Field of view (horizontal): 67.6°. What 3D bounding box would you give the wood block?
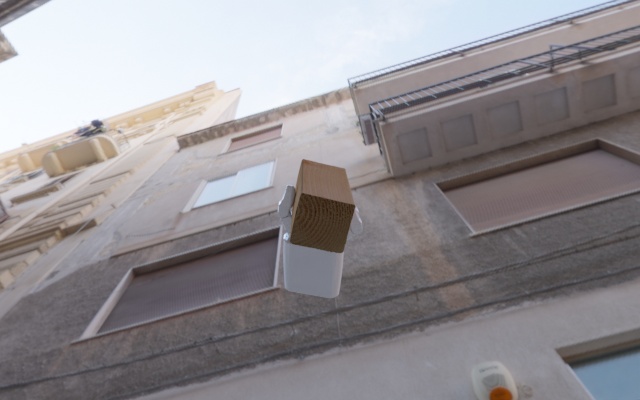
[{"bbox_3d":[0.000,0.003,0.847,0.091,0.090,0.206,12,19,-6],"label":"wood block"}]
